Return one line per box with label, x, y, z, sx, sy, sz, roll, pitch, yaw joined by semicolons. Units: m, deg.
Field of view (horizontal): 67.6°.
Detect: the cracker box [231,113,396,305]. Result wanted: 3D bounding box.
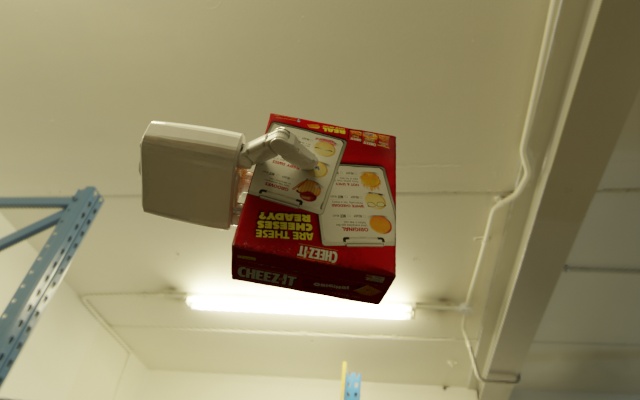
cracker box;0.000;0.002;0.551;0.164;0.213;0.072;10;-42;-2
